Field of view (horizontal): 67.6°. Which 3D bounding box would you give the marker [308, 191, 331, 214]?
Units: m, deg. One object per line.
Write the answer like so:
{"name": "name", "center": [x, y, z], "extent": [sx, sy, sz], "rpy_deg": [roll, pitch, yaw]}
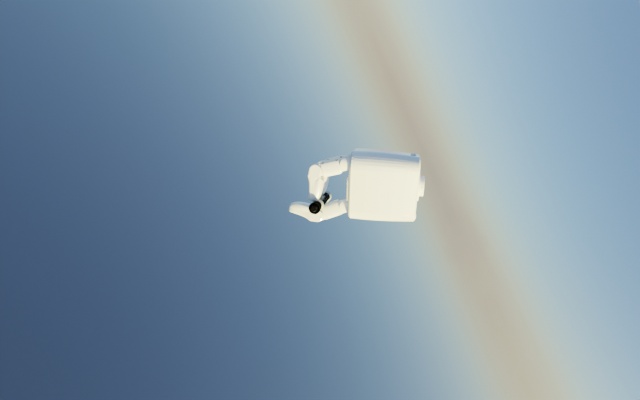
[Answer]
{"name": "marker", "center": [0.000, 0.003, 0.788], "extent": [0.020, 0.020, 0.121], "rpy_deg": [0, 10, 10]}
